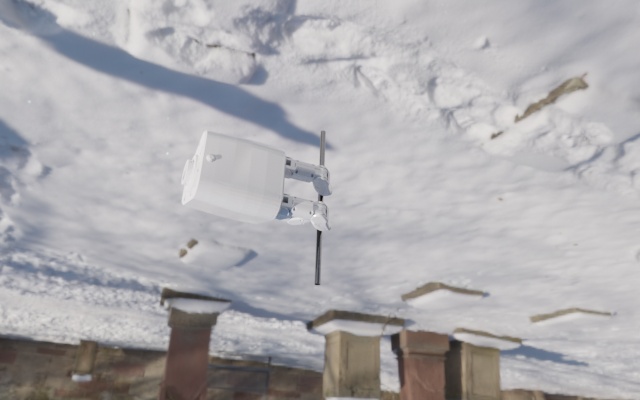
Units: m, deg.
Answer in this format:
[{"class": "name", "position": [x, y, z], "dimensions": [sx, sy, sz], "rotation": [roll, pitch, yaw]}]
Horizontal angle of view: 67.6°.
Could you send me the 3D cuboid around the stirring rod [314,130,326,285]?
[{"class": "stirring rod", "position": [0.000, 0.002, 0.676], "dimensions": [0.011, 0.239, 0.011], "rotation": [2, -27, 1]}]
